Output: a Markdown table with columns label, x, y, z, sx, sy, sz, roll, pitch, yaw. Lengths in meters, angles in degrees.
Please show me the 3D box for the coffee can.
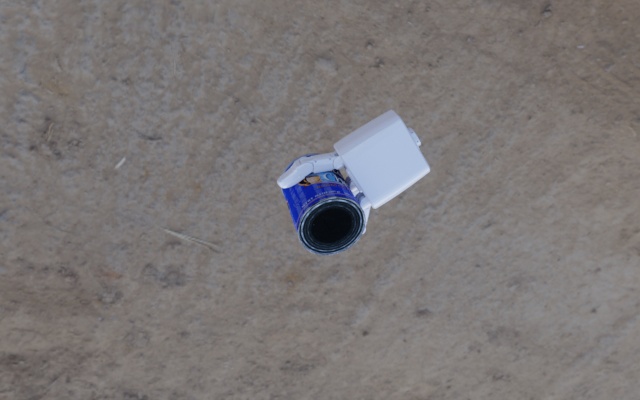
| label | x | y | z | sx | sy | sz | roll | pitch | yaw |
| --- | --- | --- | --- | --- | --- | --- | --- | --- | --- |
| coffee can | 0.000 | 0.002 | 0.744 | 0.103 | 0.103 | 0.140 | 0 | 32 | -17 |
